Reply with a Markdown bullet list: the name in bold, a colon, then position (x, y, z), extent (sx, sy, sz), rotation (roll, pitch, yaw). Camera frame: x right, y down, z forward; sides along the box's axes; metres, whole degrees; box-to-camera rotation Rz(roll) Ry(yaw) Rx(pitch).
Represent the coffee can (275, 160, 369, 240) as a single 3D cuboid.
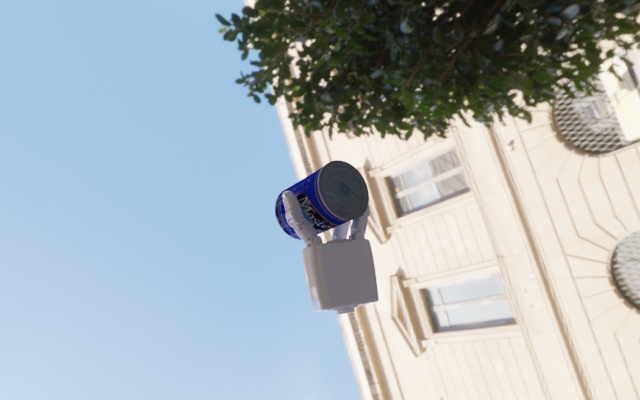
- **coffee can**: position (0.000, 0.002, 0.826), extent (0.103, 0.102, 0.140), rotation (0, -17, -37)
